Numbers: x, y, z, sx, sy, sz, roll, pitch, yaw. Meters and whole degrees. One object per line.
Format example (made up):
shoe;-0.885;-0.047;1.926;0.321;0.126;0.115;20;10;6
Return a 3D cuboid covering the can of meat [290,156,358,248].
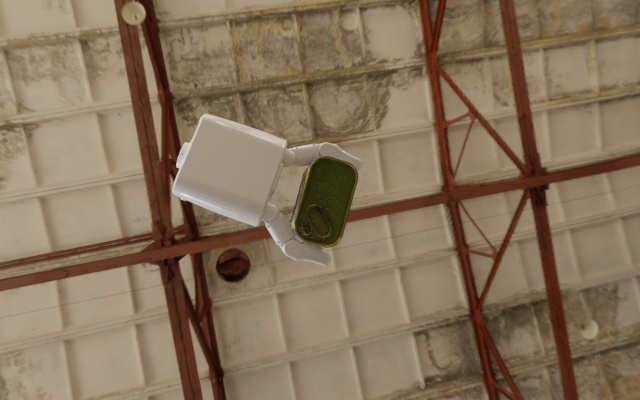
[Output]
can of meat;0.000;0.002;0.580;0.057;0.102;0.084;16;-3;-9
